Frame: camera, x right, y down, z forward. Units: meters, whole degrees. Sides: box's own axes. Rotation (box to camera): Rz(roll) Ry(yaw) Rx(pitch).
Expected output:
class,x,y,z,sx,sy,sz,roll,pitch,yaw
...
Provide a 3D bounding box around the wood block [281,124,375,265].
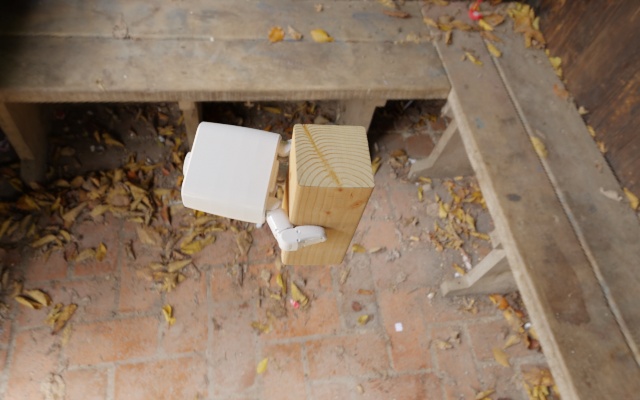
class,x,y,z,sx,sy,sz,roll,pitch,yaw
wood block,0.000,0.002,0.633,0.090,0.090,0.206,1,-32,-9
